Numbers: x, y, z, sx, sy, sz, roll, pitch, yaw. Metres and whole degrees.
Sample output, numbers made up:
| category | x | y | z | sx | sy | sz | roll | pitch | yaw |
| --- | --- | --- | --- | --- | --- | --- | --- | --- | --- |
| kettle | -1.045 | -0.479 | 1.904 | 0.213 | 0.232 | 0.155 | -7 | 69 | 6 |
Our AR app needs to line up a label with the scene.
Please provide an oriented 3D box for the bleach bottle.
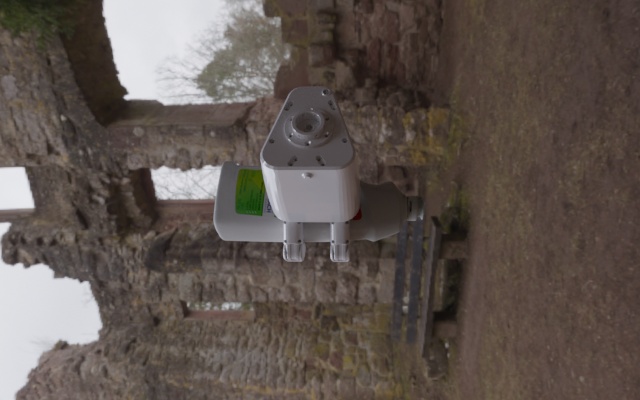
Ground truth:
| category | x | y | z | sx | sy | sz | roll | pitch | yaw |
| --- | --- | --- | --- | --- | --- | --- | --- | --- | --- |
| bleach bottle | 0.000 | 0.002 | 0.598 | 0.251 | 0.102 | 0.068 | 0 | -29 | 4 |
